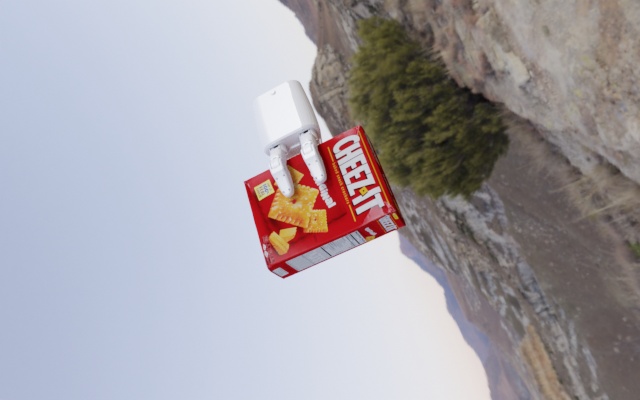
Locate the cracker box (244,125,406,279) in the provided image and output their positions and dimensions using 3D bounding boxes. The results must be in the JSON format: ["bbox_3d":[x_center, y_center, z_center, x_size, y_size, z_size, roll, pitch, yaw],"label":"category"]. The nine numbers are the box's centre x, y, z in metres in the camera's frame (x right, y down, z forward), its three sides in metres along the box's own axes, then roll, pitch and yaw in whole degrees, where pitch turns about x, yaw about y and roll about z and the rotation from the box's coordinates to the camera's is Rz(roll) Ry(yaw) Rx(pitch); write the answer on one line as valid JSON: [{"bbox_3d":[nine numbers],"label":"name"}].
[{"bbox_3d":[0.000,0.003,0.744,0.214,0.164,0.072,-25,-29,12],"label":"cracker box"}]
